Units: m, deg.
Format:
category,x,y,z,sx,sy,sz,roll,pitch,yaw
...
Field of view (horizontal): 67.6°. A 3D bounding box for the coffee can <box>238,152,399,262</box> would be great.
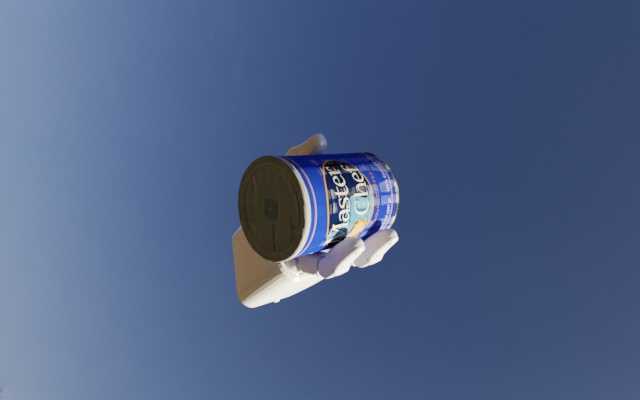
category,x,y,z,sx,sy,sz,roll,pitch,yaw
coffee can,0.000,0.002,0.503,0.140,0.103,0.103,-8,6,-45
